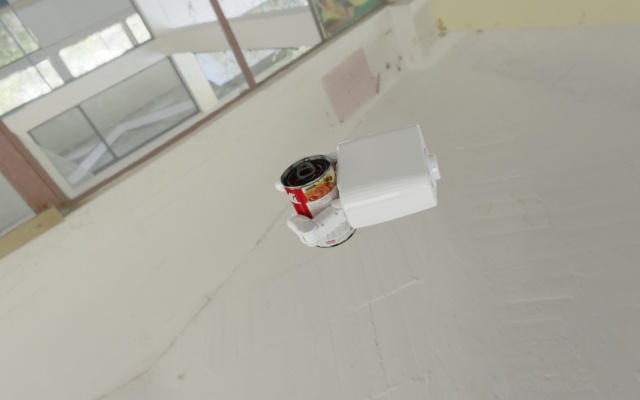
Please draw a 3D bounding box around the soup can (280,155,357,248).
[{"bbox_3d":[0.000,0.002,0.611,0.068,0.102,0.068,-18,32,12],"label":"soup can"}]
